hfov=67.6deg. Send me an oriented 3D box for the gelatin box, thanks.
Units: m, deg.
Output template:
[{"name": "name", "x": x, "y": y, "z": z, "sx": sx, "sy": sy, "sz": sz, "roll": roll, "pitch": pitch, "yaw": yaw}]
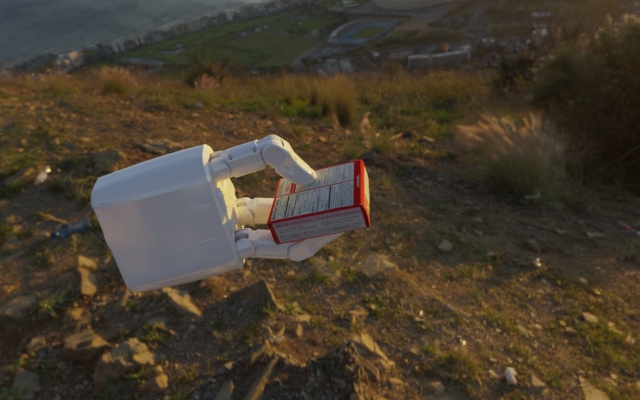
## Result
[{"name": "gelatin box", "x": 0.000, "y": 0.001, "z": 0.444, "sx": 0.089, "sy": 0.030, "sz": 0.073, "roll": -12, "pitch": 34, "yaw": 13}]
